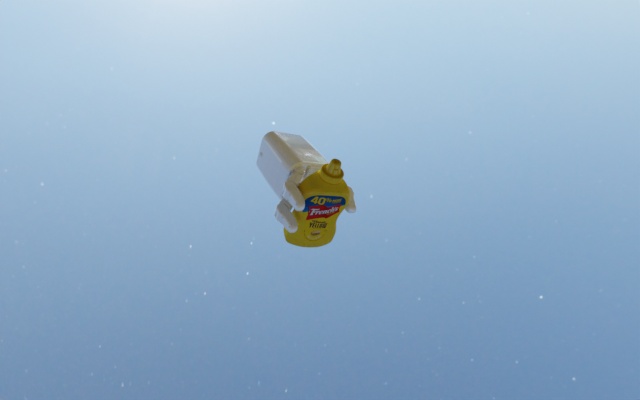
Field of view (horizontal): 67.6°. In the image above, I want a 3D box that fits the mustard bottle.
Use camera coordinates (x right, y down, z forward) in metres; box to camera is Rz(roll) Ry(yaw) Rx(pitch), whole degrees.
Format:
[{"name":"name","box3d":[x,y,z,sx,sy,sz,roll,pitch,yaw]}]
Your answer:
[{"name":"mustard bottle","box3d":[0.000,0.003,0.855,0.096,0.192,0.058,4,43,-19]}]
